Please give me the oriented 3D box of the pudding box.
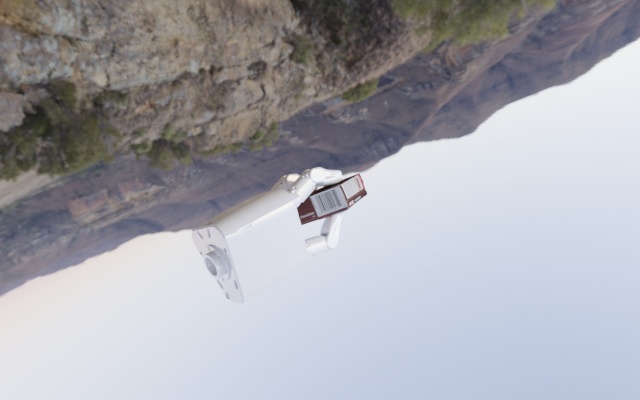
[{"bbox_3d":[0.000,0.002,0.680,0.113,0.039,0.090,-18,7,25],"label":"pudding box"}]
